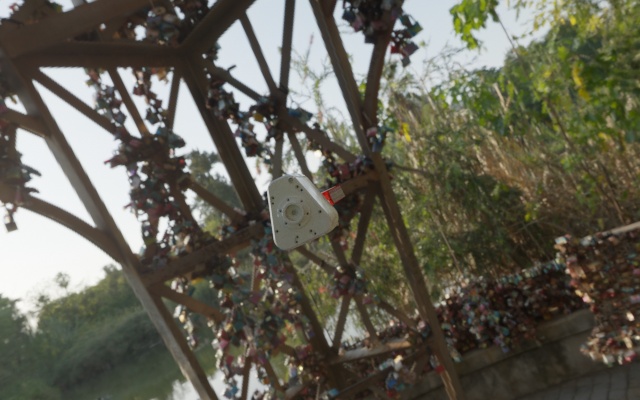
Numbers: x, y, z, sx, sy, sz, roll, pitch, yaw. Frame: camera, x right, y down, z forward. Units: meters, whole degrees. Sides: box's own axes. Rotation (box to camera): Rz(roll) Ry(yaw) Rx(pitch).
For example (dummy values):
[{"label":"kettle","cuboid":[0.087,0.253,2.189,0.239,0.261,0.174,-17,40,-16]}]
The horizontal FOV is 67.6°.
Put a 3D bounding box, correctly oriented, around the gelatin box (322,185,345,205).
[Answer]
[{"label":"gelatin box","cuboid":[0.000,0.002,0.894,0.073,0.030,0.089,-26,2,19]}]
